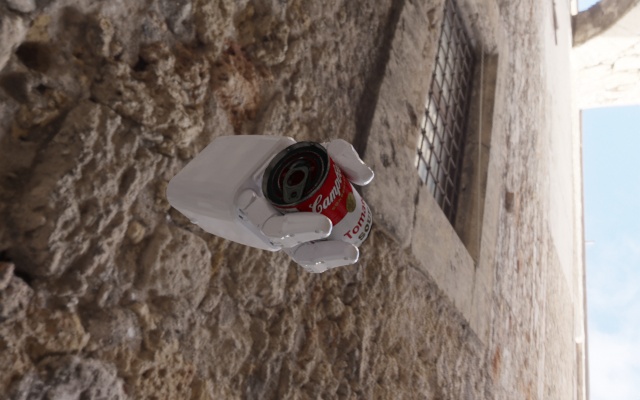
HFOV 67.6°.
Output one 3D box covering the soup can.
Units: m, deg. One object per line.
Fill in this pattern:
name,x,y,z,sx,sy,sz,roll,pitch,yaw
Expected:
soup can,0.001,0.002,0.451,0.068,0.068,0.102,0,-31,32
